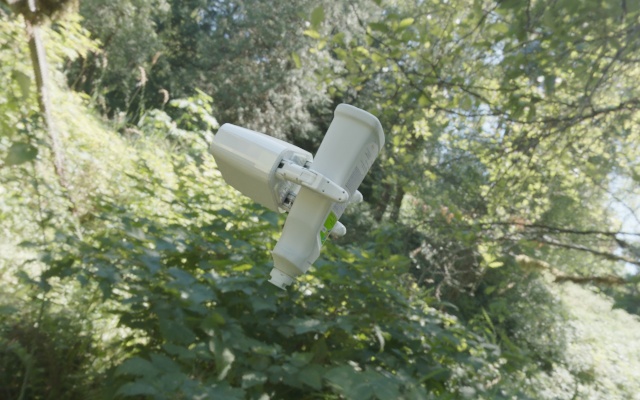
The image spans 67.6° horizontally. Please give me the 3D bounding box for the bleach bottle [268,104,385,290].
[{"bbox_3d":[0.000,0.002,0.644,0.068,0.251,0.102,26,-8,21],"label":"bleach bottle"}]
